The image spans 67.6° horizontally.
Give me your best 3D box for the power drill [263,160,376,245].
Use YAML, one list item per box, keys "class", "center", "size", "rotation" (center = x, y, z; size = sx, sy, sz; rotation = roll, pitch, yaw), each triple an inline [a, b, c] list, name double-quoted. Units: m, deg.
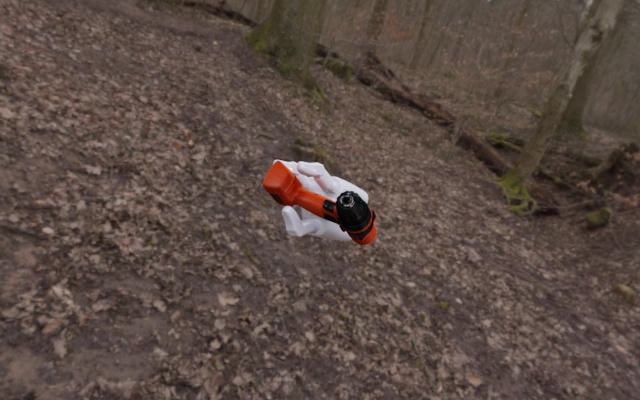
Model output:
- class: "power drill"
  center: [0.000, 0.002, 0.778]
  size: [0.187, 0.057, 0.184]
  rotation: [28, -13, 21]
